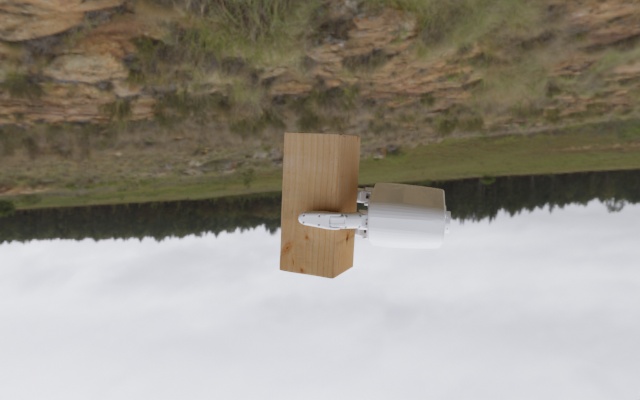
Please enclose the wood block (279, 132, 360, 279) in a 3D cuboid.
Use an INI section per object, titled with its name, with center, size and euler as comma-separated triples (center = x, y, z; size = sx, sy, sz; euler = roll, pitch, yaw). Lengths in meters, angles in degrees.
[wood block]
center = 0.000, 0.003, 0.724
size = 0.090, 0.206, 0.091
euler = 6, 7, 24
